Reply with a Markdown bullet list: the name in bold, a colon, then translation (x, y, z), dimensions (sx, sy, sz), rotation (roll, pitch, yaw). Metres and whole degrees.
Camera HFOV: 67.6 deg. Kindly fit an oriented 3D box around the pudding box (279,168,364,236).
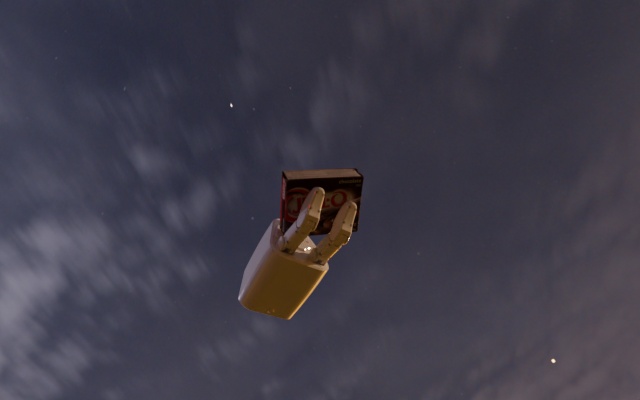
- **pudding box**: translation (0.000, 0.002, 0.677), dimensions (0.113, 0.090, 0.039), rotation (-5, 29, -17)
